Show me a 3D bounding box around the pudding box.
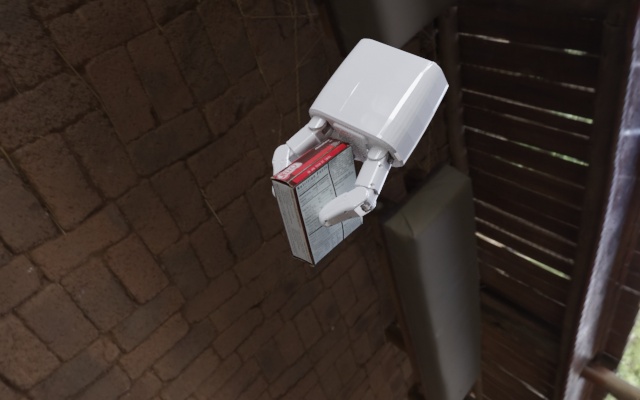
[{"bbox_3d":[0.000,0.002,0.517,0.039,0.114,0.090,22,48,40],"label":"pudding box"}]
